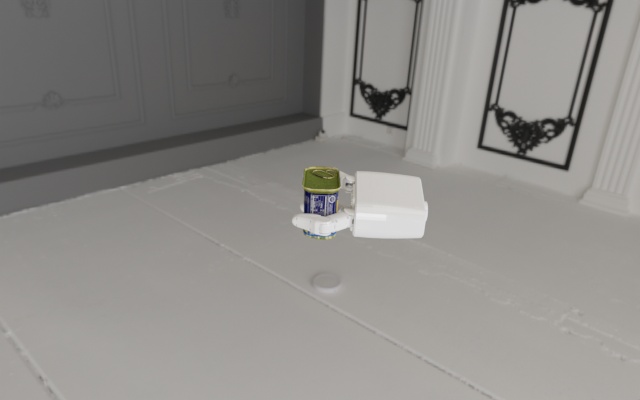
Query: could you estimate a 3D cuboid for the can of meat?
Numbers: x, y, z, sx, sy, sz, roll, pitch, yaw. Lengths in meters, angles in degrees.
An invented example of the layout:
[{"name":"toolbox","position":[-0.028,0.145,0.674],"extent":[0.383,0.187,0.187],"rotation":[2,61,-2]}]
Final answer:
[{"name":"can of meat","position":[0.000,0.003,0.749],"extent":[0.057,0.084,0.102],"rotation":[2,23,-1]}]
